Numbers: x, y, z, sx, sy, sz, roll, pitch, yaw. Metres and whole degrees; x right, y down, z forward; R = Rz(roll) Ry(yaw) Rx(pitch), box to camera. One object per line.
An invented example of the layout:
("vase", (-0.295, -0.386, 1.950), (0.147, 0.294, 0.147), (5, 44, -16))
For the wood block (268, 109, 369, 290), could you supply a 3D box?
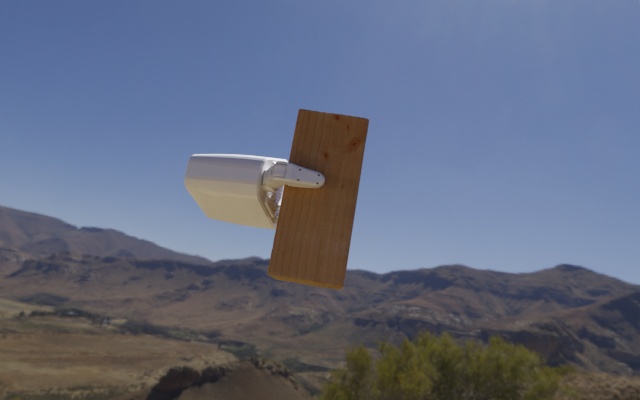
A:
("wood block", (0.000, 0.002, 0.604), (0.090, 0.206, 0.091), (9, -12, 3))
